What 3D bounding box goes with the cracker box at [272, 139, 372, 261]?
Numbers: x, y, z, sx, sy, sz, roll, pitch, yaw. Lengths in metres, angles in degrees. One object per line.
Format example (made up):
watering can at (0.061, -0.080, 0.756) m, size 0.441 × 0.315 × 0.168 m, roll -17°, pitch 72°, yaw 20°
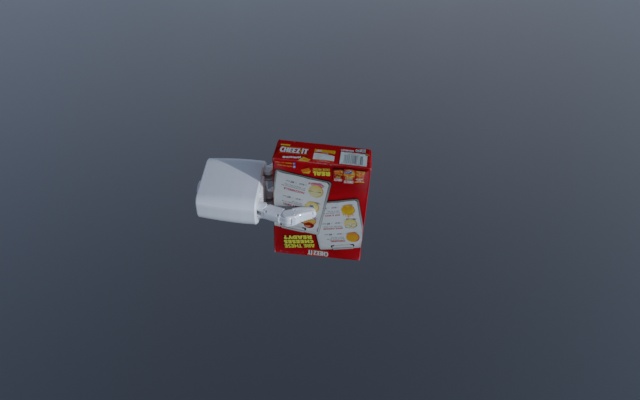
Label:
cracker box at (0.000, 0.003, 0.856) m, size 0.164 × 0.214 × 0.072 m, roll 6°, pitch 39°, yaw 3°
